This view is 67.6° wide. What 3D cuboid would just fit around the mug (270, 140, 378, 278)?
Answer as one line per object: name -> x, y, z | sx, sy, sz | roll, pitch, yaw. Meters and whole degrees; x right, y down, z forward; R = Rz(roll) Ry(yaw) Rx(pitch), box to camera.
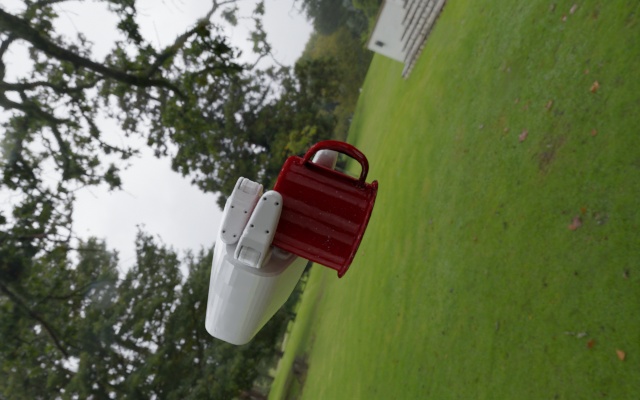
mug -> 0.000, 0.000, 0.416 | 0.081, 0.117, 0.093 | 21, 31, -2
